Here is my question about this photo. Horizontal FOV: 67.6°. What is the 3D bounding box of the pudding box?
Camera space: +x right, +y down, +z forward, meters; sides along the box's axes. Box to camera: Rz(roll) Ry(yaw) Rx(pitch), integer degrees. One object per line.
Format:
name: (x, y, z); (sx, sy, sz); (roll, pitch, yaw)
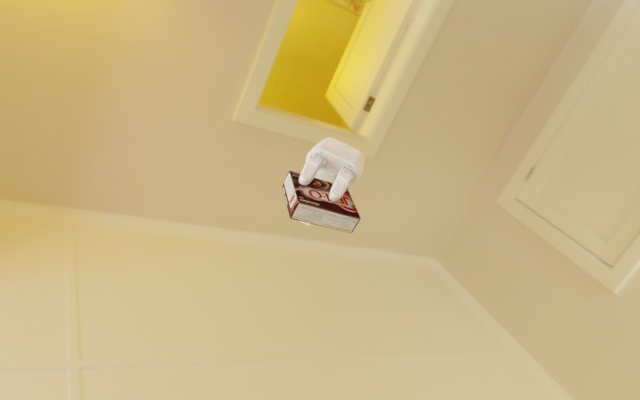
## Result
pudding box: (0.000, 0.003, 0.767); (0.113, 0.039, 0.090); (13, 30, -23)
